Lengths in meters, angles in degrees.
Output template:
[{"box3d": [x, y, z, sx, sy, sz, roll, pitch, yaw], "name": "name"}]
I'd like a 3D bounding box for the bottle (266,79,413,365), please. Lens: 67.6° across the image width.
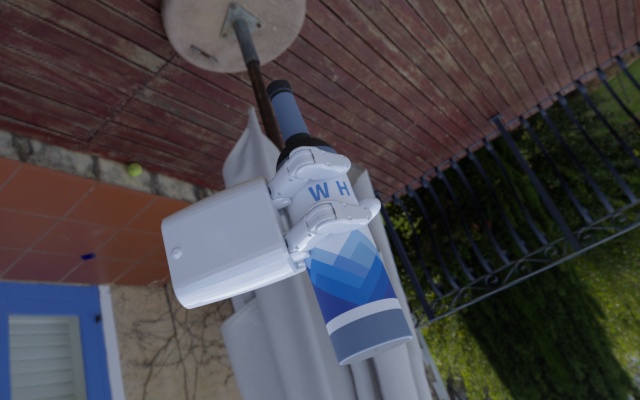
[{"box3d": [0.000, 0.002, 0.462, 0.069, 0.295, 0.069, -17, -25, -8], "name": "bottle"}]
